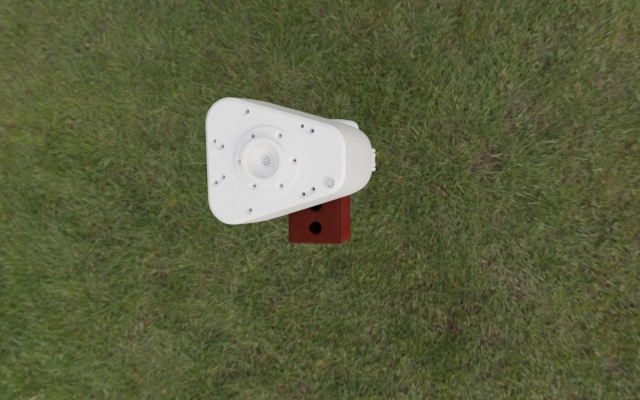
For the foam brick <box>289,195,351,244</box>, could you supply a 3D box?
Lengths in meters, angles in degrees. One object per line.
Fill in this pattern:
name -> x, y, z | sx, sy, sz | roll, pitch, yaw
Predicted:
foam brick -> 0.000, 0.002, 0.467 | 0.053, 0.078, 0.051 | 0, 5, 14
